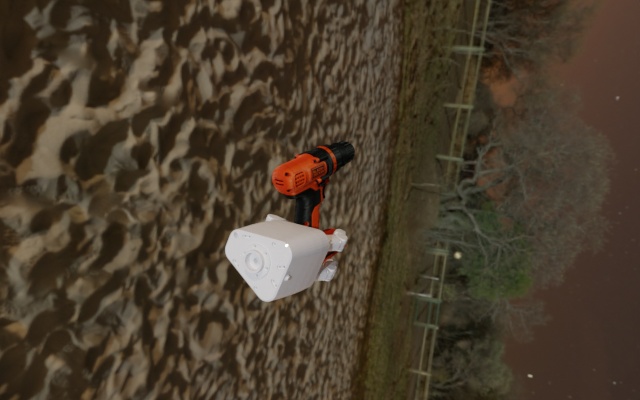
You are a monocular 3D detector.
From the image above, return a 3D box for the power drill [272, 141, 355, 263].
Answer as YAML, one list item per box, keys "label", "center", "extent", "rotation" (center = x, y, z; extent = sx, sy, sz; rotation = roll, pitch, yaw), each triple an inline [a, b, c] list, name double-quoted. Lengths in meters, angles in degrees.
- label: "power drill"
  center: [0.000, 0.003, 0.809]
  extent: [0.057, 0.188, 0.184]
  rotation: [12, 28, 40]
